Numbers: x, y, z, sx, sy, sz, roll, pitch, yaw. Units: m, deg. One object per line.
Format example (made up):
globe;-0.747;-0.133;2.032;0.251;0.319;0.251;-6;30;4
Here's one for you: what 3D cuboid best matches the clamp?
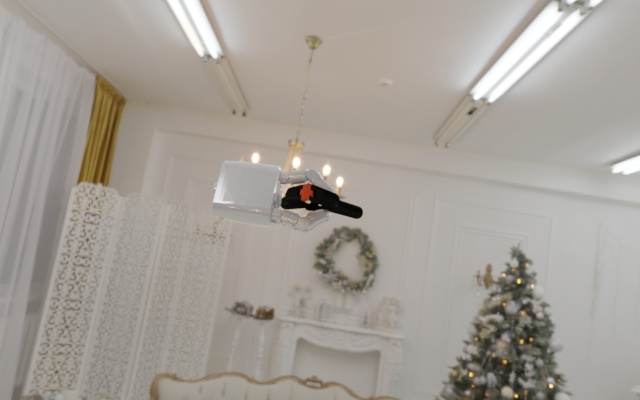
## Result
clamp;0.000;0.002;0.856;0.164;0.036;0.210;7;-8;2
